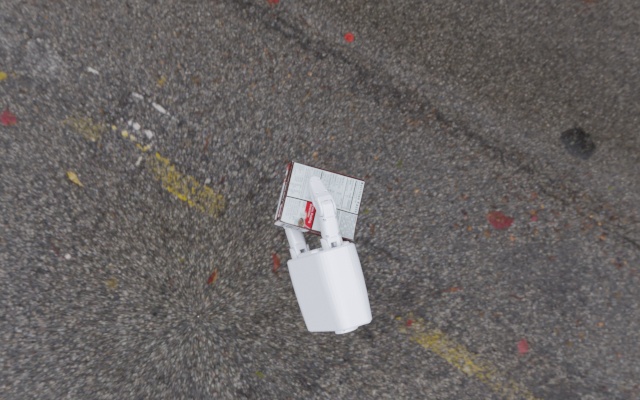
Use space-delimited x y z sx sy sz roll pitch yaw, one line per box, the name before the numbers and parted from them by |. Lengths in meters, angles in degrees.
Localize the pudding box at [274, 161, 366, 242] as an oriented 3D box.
pudding box | 0.000 0.002 0.669 0.113 0.090 0.039 15 -11 -14
